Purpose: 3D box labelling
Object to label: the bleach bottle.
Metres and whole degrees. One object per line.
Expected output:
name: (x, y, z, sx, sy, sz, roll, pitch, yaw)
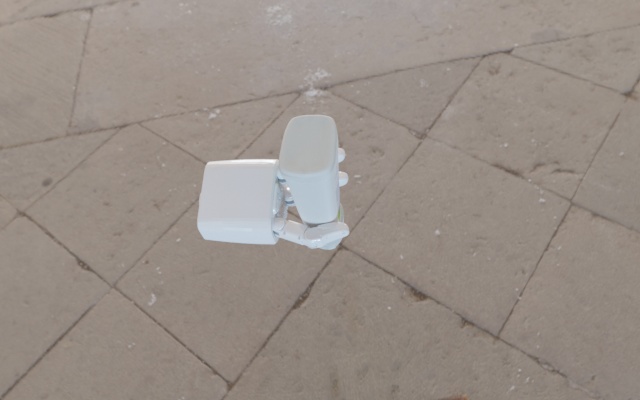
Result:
bleach bottle: (0.000, 0.002, 0.665, 0.068, 0.102, 0.251, 1, -35, 8)
